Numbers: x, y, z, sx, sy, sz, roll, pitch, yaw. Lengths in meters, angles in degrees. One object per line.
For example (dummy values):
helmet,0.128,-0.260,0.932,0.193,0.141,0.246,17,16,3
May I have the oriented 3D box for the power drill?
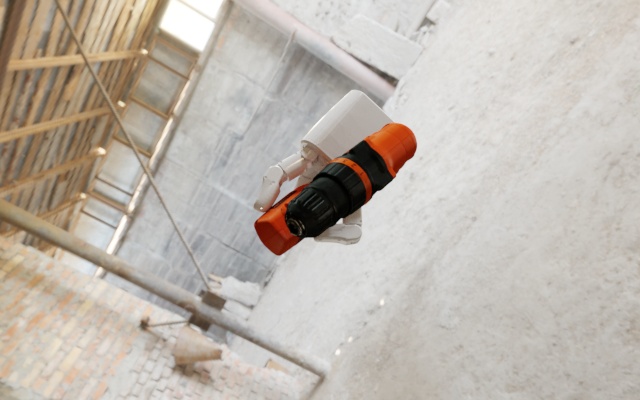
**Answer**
power drill,0.000,0.002,0.514,0.184,0.057,0.188,-37,3,-37
